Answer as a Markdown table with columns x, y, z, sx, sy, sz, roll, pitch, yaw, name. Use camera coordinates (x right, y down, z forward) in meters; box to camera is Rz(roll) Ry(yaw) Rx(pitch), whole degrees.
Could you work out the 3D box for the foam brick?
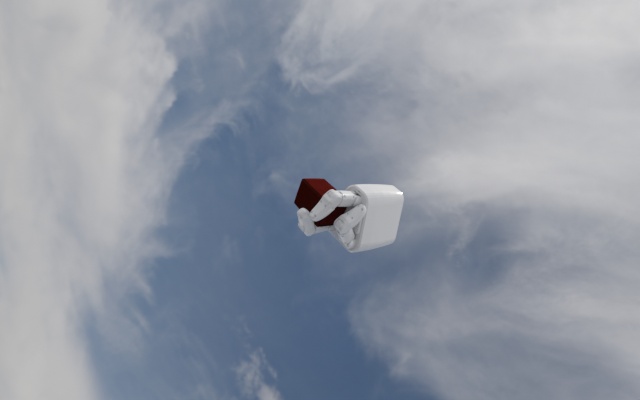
| x | y | z | sx | sy | sz | roll | pitch | yaw | name |
| --- | --- | --- | --- | --- | --- | --- | --- | --- | --- |
| 0.000 | 0.003 | 0.839 | 0.051 | 0.053 | 0.078 | -5 | 38 | -42 | foam brick |
